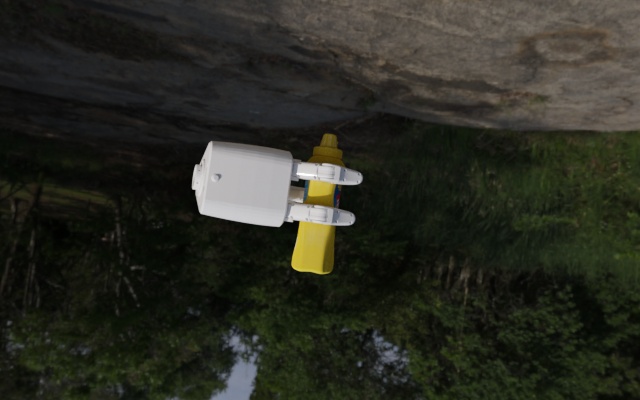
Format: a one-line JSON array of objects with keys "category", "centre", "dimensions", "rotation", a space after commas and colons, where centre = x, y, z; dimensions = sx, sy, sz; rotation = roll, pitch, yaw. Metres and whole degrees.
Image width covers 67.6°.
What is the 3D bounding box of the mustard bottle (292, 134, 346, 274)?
[{"category": "mustard bottle", "centre": [0.000, 0.002, 0.668], "dimensions": [0.058, 0.191, 0.096], "rotation": [7, -2, 4]}]
